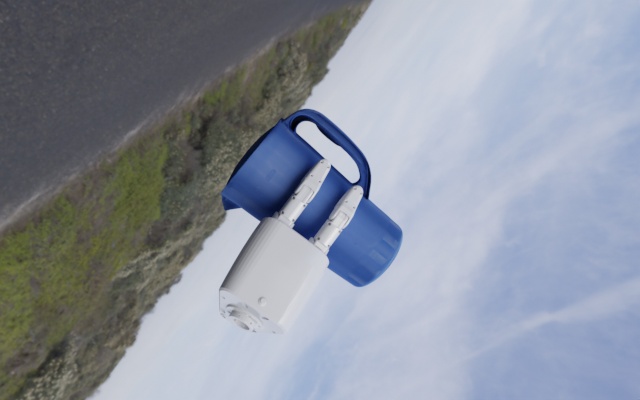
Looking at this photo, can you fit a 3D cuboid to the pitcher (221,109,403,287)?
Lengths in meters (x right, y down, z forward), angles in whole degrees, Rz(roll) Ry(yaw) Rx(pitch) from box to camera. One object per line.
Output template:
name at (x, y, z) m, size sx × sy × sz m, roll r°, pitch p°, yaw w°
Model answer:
pitcher at (0.000, 0.002, 0.661) m, size 0.243 × 0.145 × 0.149 m, roll 38°, pitch -32°, yaw -10°
